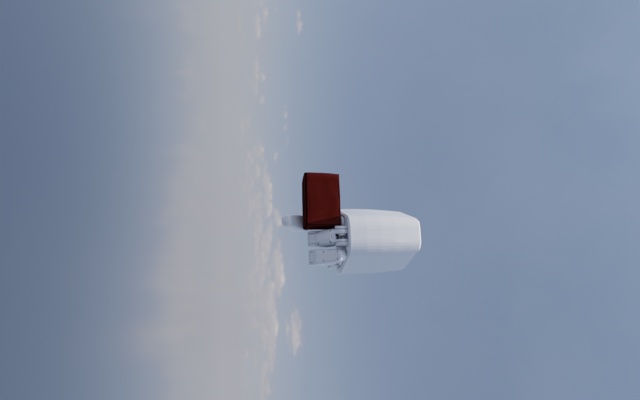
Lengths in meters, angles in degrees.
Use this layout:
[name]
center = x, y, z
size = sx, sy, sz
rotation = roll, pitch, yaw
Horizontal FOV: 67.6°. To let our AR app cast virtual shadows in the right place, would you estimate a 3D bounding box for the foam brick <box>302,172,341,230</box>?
[foam brick]
center = 0.000, 0.002, 0.704
size = 0.051, 0.078, 0.053
rotation = -1, -11, -7
